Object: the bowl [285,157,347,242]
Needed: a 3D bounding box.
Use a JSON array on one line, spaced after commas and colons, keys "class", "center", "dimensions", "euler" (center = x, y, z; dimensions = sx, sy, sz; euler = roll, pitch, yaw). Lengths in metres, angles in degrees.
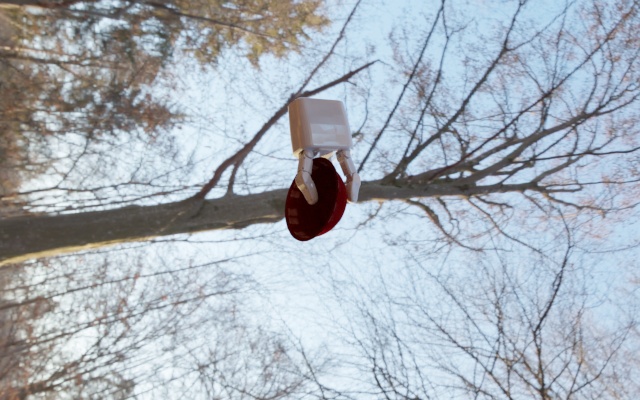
[{"class": "bowl", "center": [0.000, 0.004, 0.898], "dimensions": [0.055, 0.162, 0.162], "euler": [17, -10, -35]}]
